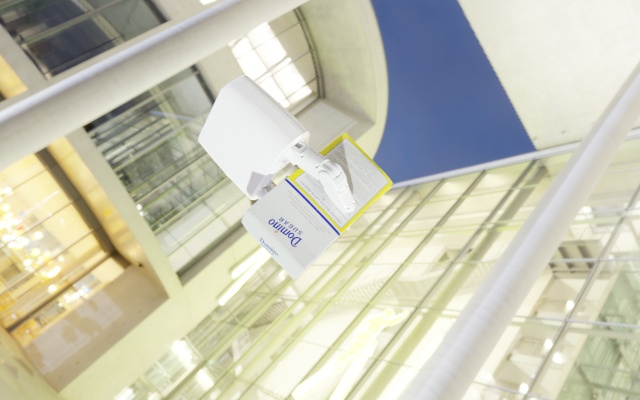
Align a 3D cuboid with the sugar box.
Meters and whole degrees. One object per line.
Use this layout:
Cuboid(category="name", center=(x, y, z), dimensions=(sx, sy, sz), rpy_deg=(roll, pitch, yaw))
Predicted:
Cuboid(category="sugar box", center=(0.000, 0.002, 0.572), dimensions=(0.176, 0.093, 0.048), rpy_deg=(-41, -5, -30))
